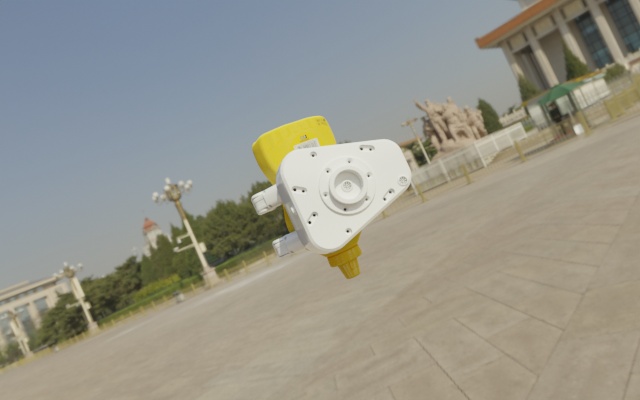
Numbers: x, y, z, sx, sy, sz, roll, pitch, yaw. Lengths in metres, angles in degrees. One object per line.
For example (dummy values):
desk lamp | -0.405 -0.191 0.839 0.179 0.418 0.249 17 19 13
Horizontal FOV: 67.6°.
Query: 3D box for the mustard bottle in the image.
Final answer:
mustard bottle | 0.000 0.002 0.563 0.096 0.191 0.058 -24 -2 -31
